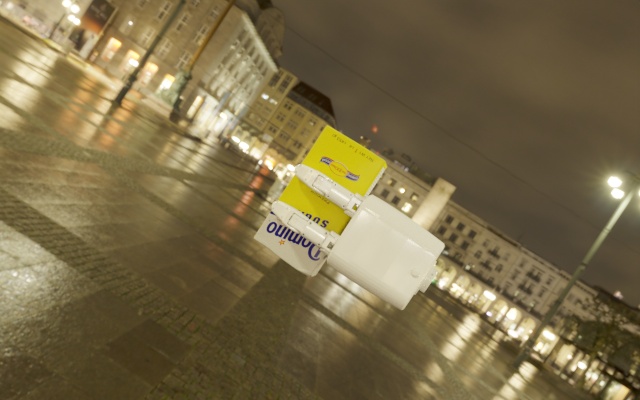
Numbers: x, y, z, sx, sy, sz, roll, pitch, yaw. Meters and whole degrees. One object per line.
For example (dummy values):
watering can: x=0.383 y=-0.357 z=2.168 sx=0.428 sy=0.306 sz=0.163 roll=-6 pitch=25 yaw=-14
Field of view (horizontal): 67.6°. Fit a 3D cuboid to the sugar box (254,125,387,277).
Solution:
sugar box: x=0.000 y=0.002 z=0.621 sx=0.093 sy=0.176 sz=0.048 roll=33 pitch=0 yaw=12
